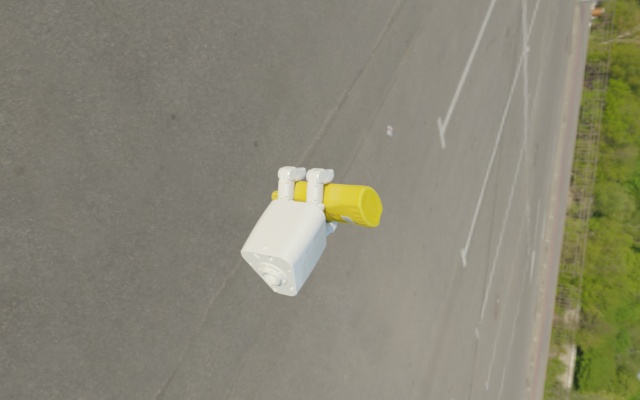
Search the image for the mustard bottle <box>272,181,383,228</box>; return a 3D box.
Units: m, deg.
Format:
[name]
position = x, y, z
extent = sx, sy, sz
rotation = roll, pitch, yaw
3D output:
[mustard bottle]
position = 0.000, 0.002, 0.797
extent = 0.191, 0.058, 0.096
rotation = 6, -18, 30
